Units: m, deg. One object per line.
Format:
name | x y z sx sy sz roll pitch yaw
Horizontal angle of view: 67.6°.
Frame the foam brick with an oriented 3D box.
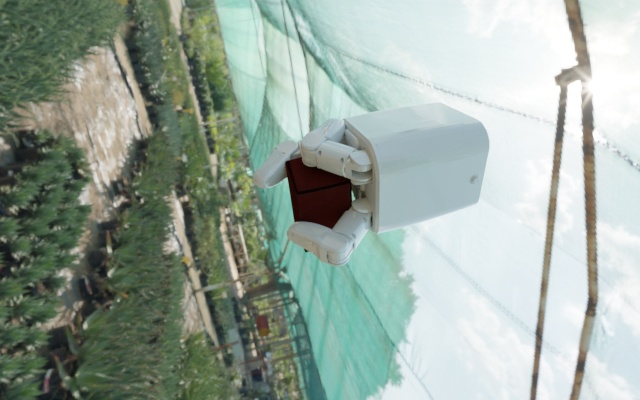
foam brick | 0.000 0.002 0.456 0.051 0.078 0.053 -13 43 -8
